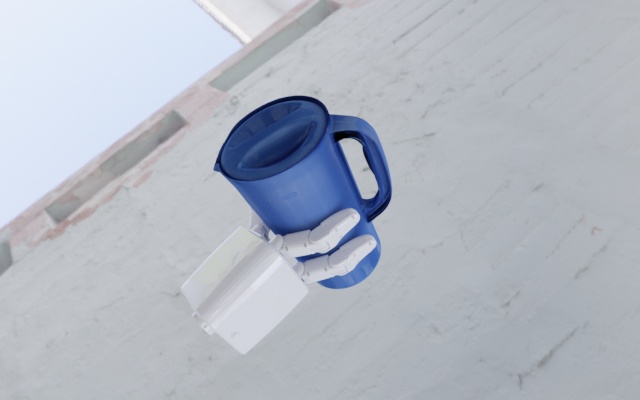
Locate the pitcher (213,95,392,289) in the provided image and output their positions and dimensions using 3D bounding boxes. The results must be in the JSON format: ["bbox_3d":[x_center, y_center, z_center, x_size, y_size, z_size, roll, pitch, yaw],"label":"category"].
[{"bbox_3d":[0.000,0.002,0.581,0.149,0.145,0.243,30,-21,44],"label":"pitcher"}]
